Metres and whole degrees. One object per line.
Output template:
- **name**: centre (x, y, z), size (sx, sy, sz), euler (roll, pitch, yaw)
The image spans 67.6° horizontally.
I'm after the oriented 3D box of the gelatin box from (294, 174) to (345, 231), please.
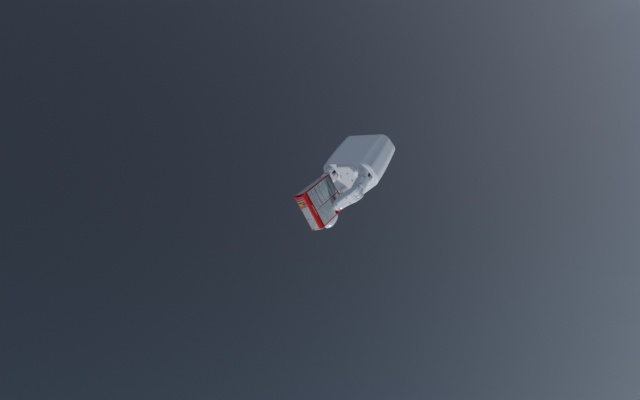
- **gelatin box**: centre (0.000, 0.003, 0.884), size (0.030, 0.073, 0.089), euler (-17, 16, 40)
